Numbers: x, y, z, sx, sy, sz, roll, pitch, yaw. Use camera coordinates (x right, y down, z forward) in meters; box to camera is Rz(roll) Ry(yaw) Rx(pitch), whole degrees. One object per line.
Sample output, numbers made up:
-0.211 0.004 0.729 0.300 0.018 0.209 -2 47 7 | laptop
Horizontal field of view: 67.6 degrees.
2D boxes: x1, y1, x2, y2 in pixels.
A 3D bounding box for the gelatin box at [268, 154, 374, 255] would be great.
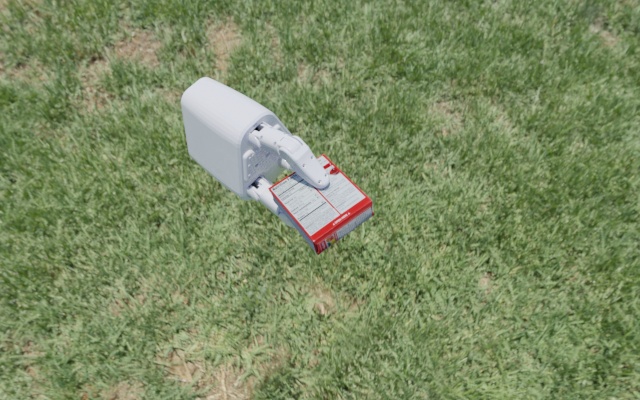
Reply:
0.000 0.002 0.497 0.073 0.089 0.030 -34 -35 -13 | gelatin box
